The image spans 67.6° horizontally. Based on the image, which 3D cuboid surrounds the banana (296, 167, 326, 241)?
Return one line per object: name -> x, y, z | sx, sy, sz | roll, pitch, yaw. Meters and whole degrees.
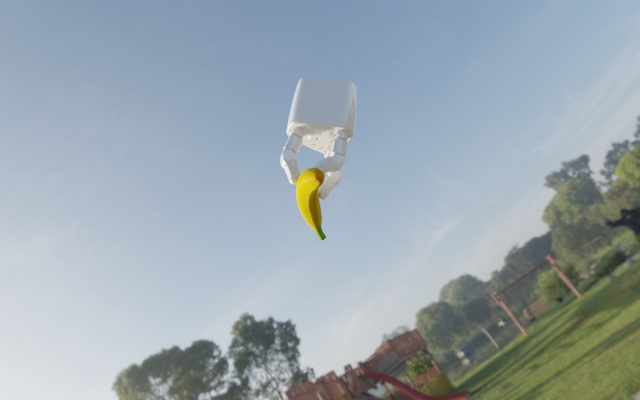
banana -> -0.013, -0.007, 0.793 | 0.069, 0.037, 0.198 | 40, -21, 24
